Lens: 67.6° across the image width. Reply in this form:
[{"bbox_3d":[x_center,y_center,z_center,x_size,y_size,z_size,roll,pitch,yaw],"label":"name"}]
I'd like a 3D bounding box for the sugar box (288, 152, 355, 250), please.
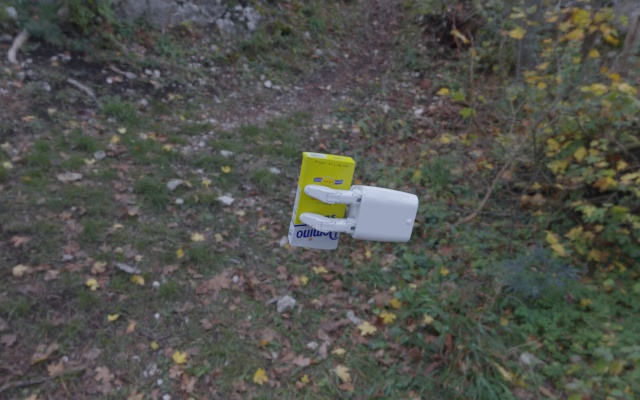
[{"bbox_3d":[0.000,0.003,0.886,0.093,0.176,0.048,6,17,-13],"label":"sugar box"}]
